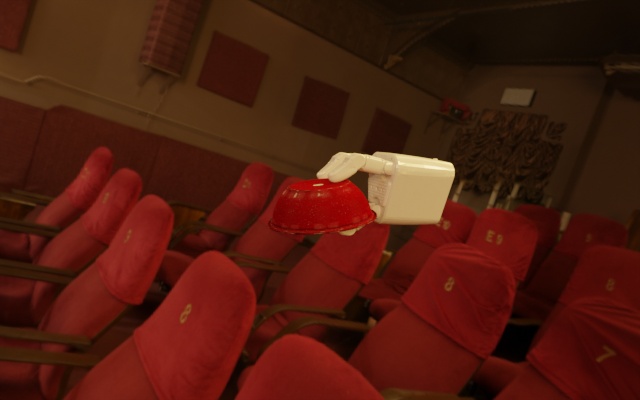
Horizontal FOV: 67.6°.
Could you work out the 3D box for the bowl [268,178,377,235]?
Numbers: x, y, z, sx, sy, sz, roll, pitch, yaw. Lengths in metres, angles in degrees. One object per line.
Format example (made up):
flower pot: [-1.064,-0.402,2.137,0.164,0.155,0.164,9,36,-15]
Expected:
bowl: [-0.001,0.002,0.697,0.162,0.055,0.162,-5,12,1]
